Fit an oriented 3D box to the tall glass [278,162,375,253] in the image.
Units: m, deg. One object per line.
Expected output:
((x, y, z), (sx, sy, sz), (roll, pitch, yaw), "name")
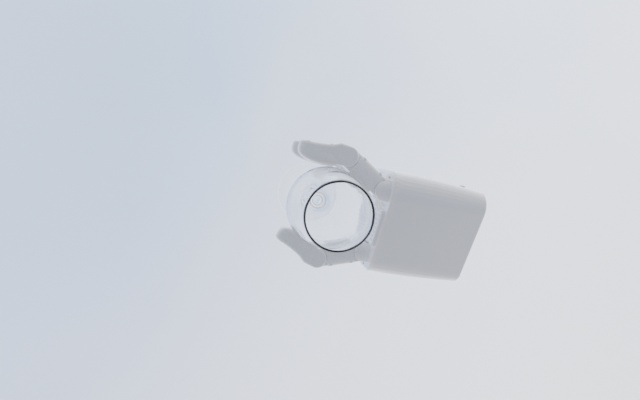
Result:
((0.000, 0.002, 0.497), (0.079, 0.079, 0.201), (0, 7, -9), "tall glass")
